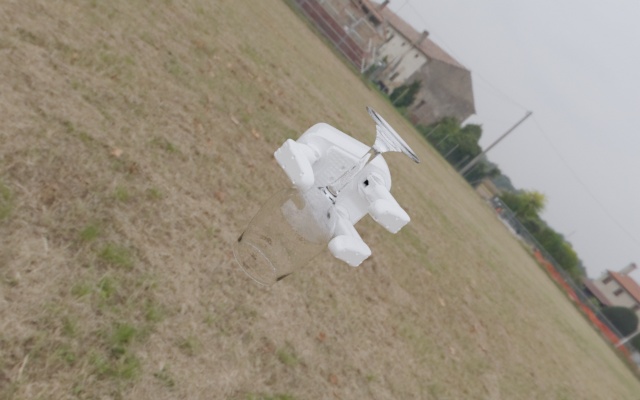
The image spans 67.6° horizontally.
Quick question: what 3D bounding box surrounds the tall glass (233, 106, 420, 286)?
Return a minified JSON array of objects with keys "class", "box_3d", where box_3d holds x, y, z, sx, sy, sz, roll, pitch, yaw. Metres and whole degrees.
[{"class":"tall glass","box_3d":[0.001,0.001,0.483,0.201,0.079,0.079,-43,-14,16]}]
